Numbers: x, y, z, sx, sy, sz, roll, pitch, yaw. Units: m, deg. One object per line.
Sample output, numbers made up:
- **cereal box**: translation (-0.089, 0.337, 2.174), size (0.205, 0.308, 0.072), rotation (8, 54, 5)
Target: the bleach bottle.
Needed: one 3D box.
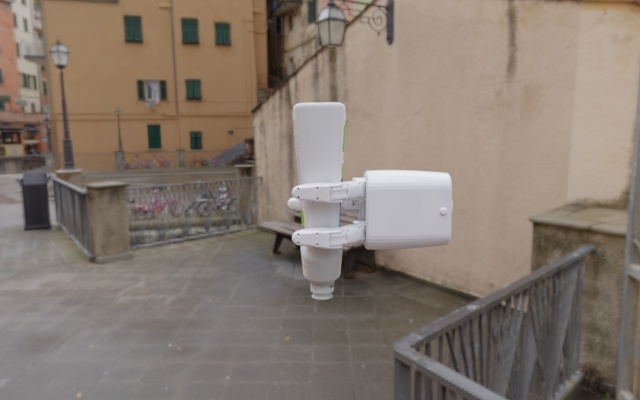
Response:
- **bleach bottle**: translation (0.000, 0.002, 0.626), size (0.068, 0.251, 0.102), rotation (-1, 8, -1)
